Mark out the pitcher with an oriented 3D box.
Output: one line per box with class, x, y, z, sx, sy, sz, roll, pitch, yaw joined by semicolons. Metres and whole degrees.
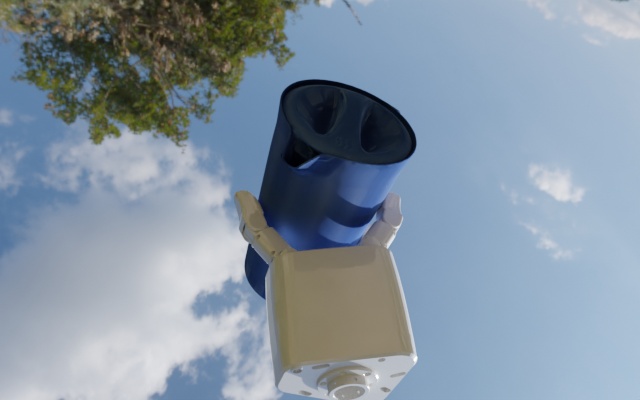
pitcher;0.000;0.002;0.519;0.149;0.243;0.145;7;42;-18
